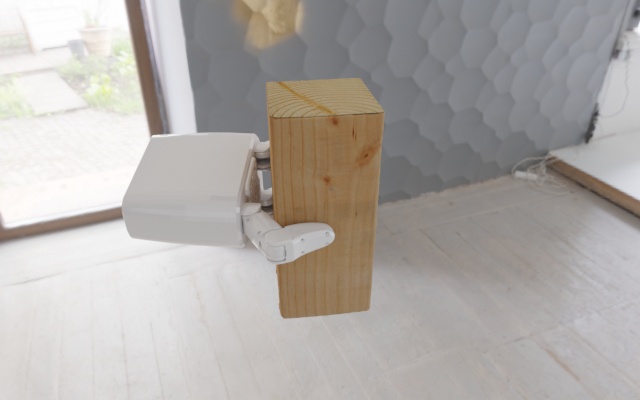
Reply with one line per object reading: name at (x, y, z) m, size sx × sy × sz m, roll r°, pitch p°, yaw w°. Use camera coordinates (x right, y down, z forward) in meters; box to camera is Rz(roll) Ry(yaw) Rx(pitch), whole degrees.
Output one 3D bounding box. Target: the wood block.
wood block at (0.000, 0.002, 0.449) m, size 0.090 × 0.206 × 0.090 m, roll -4°, pitch 31°, yaw -6°
